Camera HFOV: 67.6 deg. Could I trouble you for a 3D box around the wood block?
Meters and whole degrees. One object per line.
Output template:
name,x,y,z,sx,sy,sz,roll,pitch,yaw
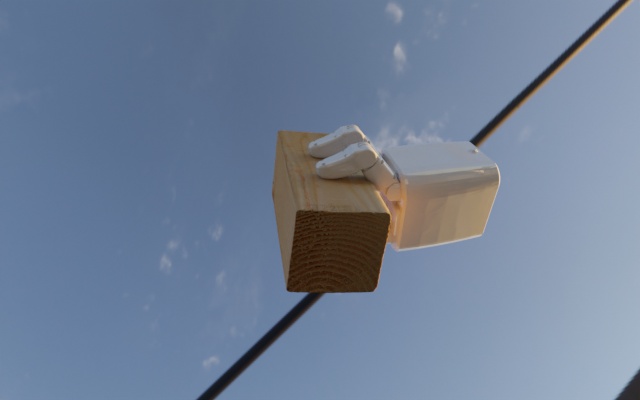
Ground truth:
wood block,0.000,0.002,0.525,0.090,0.091,0.206,2,27,-11
